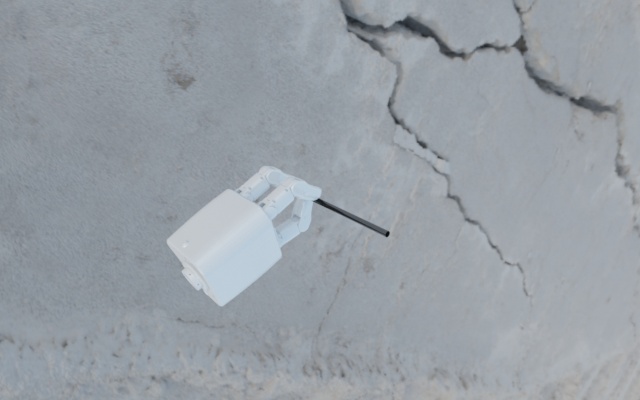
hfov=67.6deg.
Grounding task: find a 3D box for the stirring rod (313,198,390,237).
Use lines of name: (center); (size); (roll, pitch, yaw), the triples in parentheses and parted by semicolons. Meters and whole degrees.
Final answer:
stirring rod: (0.000, 0.002, 0.643); (0.011, 0.011, 0.239); (0, 18, -44)
